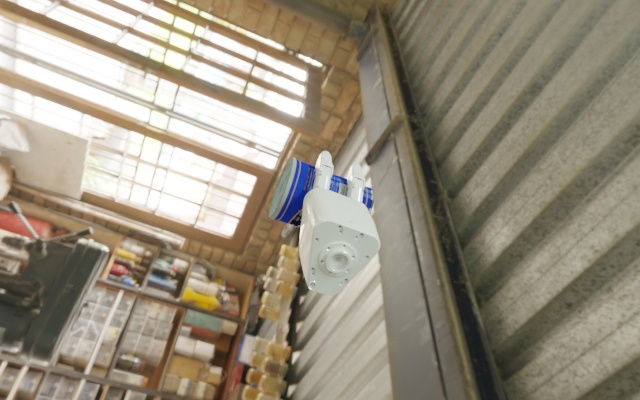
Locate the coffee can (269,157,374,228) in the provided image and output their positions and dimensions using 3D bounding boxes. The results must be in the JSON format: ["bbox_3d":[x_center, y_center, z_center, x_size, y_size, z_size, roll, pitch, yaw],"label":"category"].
[{"bbox_3d":[0.000,0.002,0.769,0.140,0.103,0.103,20,-5,-13],"label":"coffee can"}]
